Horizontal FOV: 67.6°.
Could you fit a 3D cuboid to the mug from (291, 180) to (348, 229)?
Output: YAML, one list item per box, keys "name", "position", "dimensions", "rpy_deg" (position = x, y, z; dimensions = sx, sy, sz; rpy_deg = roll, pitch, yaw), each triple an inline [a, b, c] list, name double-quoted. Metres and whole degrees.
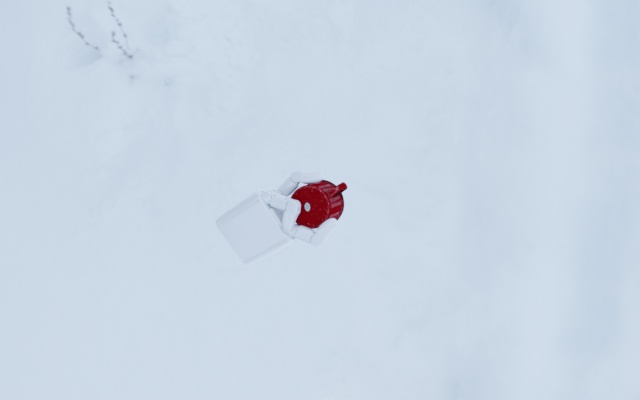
- name: "mug"
  position: [0.001, 0.002, 0.894]
  dimensions: [0.117, 0.093, 0.081]
  rpy_deg: [-32, -4, 17]
